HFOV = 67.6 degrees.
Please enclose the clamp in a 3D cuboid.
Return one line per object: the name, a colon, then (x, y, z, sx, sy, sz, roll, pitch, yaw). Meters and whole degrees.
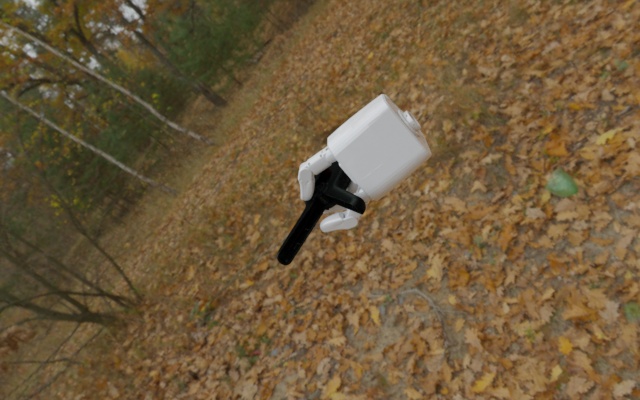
clamp: (0.000, 0.002, 0.745, 0.164, 0.036, 0.209, -38, 23, 21)
